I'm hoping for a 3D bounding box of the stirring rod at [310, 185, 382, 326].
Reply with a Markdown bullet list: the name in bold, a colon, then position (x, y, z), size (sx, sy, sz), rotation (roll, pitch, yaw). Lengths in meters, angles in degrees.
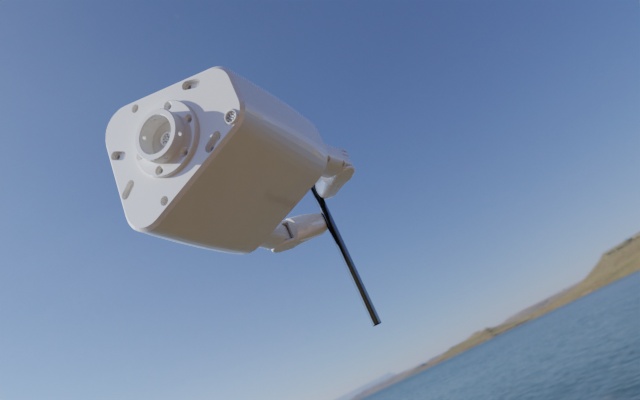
- **stirring rod**: position (0.000, 0.001, 0.439), size (0.011, 0.239, 0.011), rotation (-21, -23, -9)
